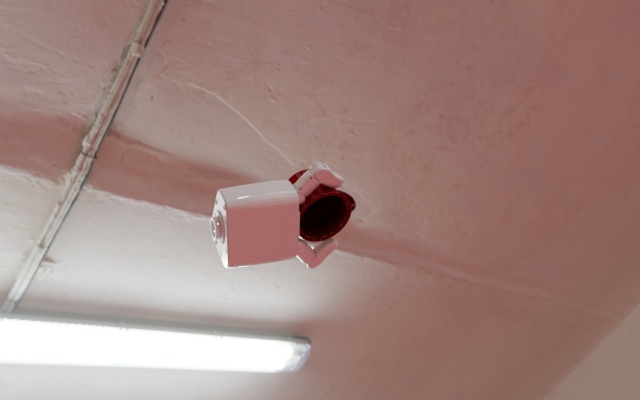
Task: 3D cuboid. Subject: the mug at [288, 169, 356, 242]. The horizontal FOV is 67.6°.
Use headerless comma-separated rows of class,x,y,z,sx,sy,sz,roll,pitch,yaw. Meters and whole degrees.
mug,0.001,0.002,0.753,0.117,0.093,0.081,-8,38,-27
